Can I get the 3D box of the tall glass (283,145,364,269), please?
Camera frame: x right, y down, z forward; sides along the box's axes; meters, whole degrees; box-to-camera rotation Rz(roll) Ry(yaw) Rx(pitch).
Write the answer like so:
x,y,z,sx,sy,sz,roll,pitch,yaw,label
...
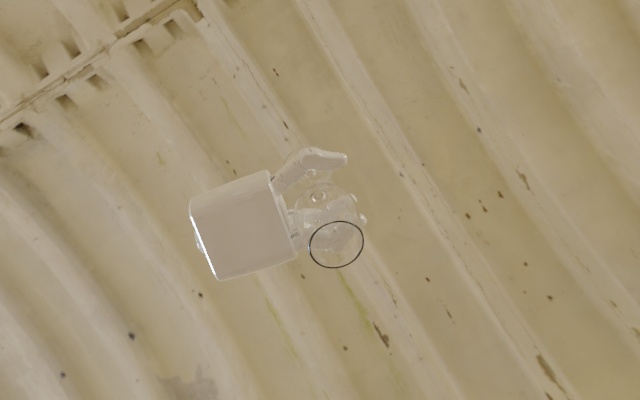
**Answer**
x,y,z,sx,sy,sz,roll,pitch,yaw,label
0.000,0.002,0.598,0.079,0.079,0.201,0,28,-12,tall glass
